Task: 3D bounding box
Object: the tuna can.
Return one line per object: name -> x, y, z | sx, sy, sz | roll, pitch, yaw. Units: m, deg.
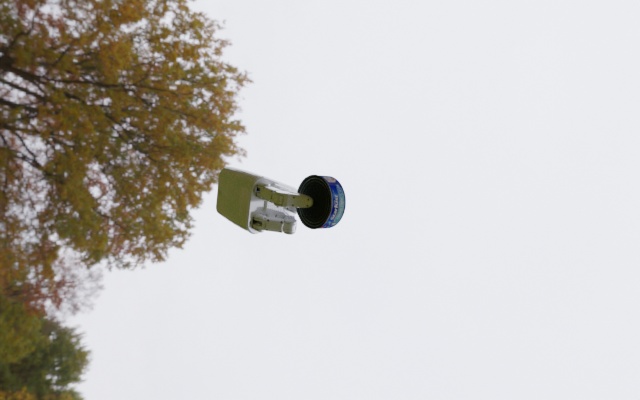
tuna can -> 0.001, 0.002, 0.755 | 0.034, 0.086, 0.086 | 1, -1, -42
